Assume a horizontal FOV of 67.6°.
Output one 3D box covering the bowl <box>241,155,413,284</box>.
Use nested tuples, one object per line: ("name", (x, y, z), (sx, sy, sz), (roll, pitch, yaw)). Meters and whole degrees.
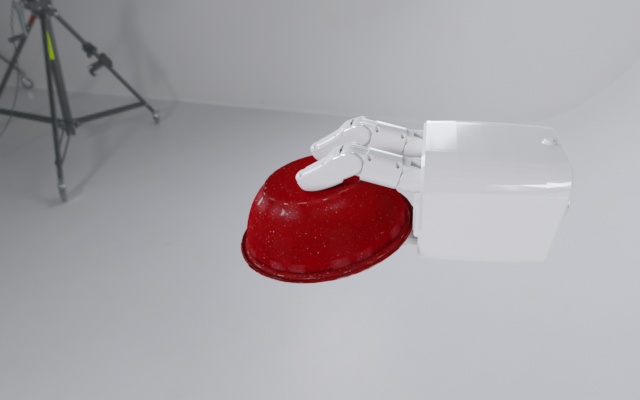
("bowl", (-0.001, 0.001, 0.428), (0.162, 0.055, 0.162), (-11, 29, 6))
